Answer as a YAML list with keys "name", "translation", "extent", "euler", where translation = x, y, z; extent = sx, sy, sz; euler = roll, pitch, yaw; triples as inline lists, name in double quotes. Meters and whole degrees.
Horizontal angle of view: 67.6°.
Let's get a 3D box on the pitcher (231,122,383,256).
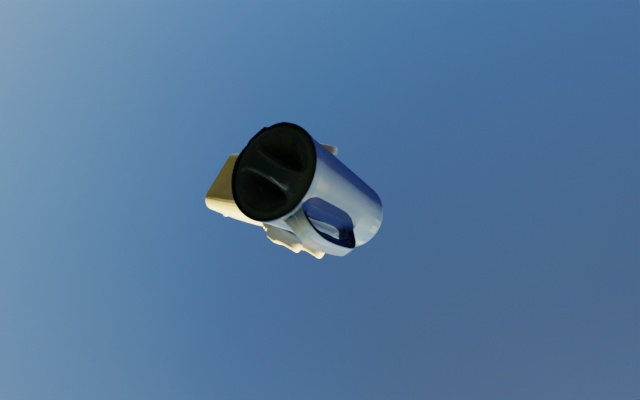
- name: "pitcher"
  translation: [0.000, 0.002, 0.690]
  extent: [0.145, 0.149, 0.243]
  euler: [8, -12, 34]
